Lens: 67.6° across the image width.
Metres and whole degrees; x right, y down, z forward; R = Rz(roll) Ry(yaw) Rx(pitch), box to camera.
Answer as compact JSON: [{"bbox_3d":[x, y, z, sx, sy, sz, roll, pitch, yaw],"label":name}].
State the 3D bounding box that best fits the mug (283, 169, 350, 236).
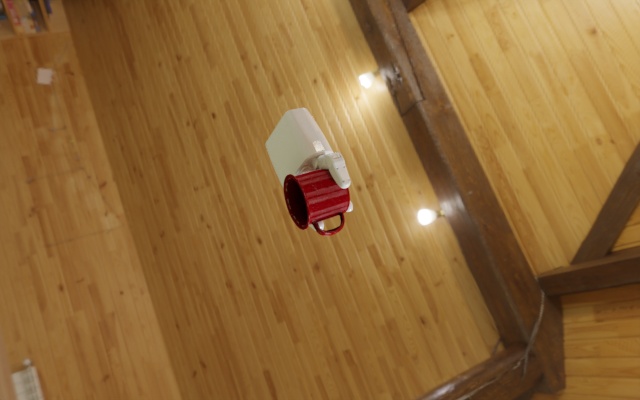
[{"bbox_3d":[0.001,0.004,0.777,0.081,0.117,0.093,-17,-24,-24],"label":"mug"}]
